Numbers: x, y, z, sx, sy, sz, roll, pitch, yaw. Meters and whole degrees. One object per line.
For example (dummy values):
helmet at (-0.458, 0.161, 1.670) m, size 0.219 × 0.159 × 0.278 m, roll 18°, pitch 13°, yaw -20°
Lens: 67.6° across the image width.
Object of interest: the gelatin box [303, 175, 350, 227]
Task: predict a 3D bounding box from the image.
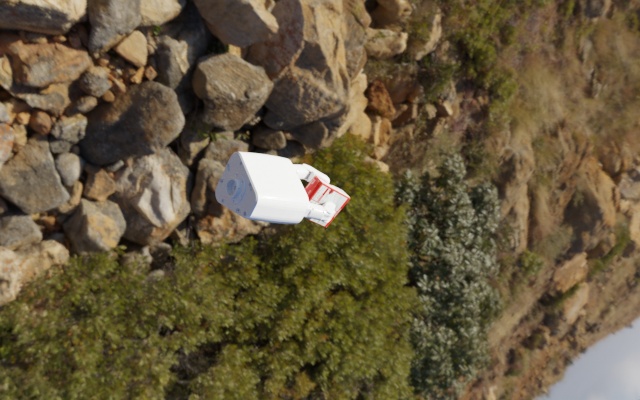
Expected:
gelatin box at (0.001, 0.003, 0.863) m, size 0.089 × 0.073 × 0.030 m, roll 26°, pitch 16°, yaw -47°
